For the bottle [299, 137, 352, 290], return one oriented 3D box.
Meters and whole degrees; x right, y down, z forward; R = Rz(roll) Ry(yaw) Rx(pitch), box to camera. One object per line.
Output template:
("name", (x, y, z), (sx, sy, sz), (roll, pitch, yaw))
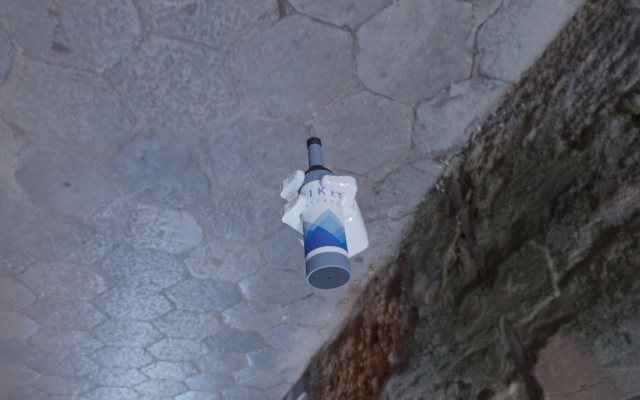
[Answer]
("bottle", (0.000, 0.003, 0.792), (0.069, 0.295, 0.069), (-4, -41, -3))
